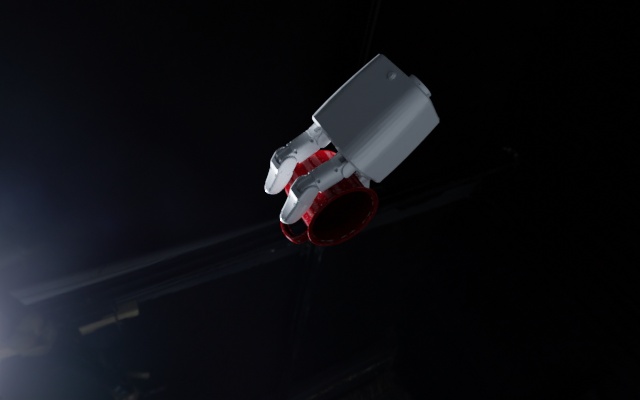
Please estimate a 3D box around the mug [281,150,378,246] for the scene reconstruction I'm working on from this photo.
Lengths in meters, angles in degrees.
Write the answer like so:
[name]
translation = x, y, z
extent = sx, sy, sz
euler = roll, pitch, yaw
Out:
[mug]
translation = -0.001, 0.003, 0.576
extent = 0.117, 0.081, 0.093
euler = -42, -36, 10
